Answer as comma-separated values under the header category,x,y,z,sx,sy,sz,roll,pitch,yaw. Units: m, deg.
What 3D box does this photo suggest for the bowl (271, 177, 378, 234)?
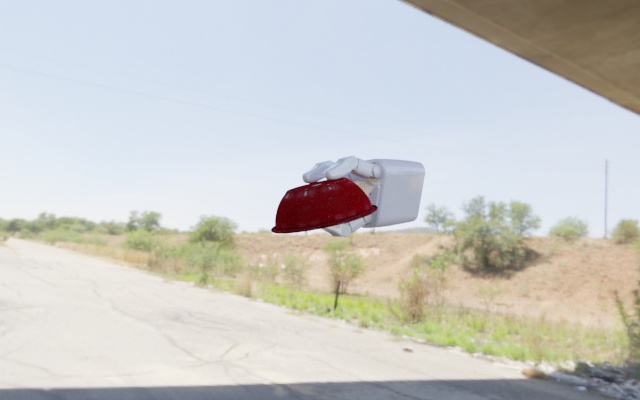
category,x,y,z,sx,sy,sz,roll,pitch,yaw
bowl,-0.001,0.002,0.704,0.162,0.055,0.162,-12,6,1
